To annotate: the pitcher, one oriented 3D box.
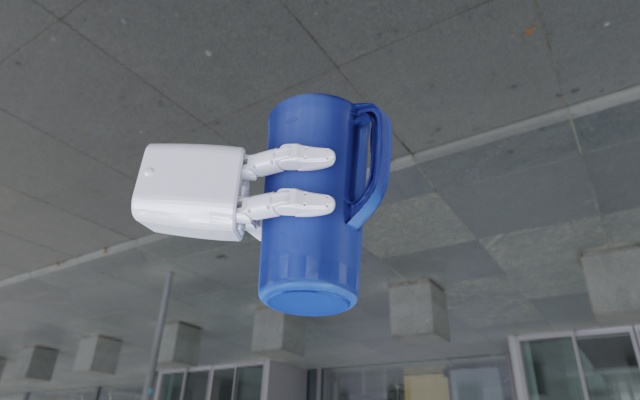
[{"bbox_3d":[0.000,0.002,0.558,0.145,0.242,0.149,5,-29,-3],"label":"pitcher"}]
